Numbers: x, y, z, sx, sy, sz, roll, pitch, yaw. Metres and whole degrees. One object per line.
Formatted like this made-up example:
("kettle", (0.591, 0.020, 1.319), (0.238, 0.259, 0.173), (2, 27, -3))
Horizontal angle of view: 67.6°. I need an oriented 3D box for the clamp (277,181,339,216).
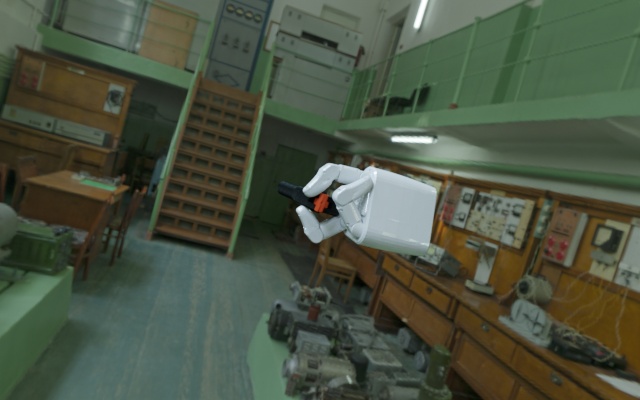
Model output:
("clamp", (0.000, 0.002, 0.762), (0.120, 0.039, 0.171), (14, 5, -16))
